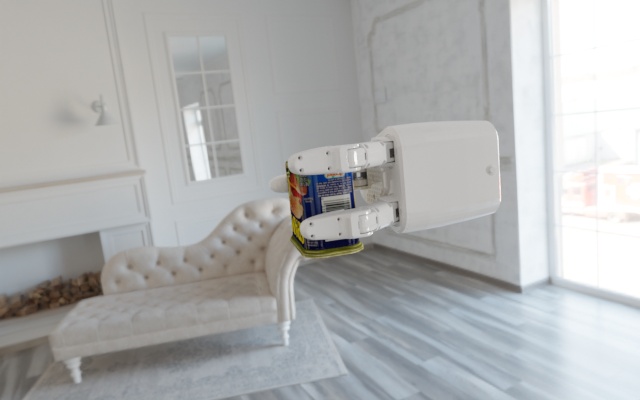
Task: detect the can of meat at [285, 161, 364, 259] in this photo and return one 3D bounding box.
[{"bbox_3d":[0.000,0.001,0.457,0.057,0.084,0.102,-7,8,-11],"label":"can of meat"}]
